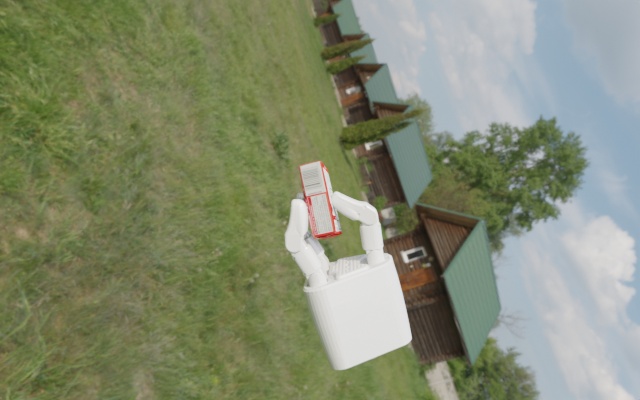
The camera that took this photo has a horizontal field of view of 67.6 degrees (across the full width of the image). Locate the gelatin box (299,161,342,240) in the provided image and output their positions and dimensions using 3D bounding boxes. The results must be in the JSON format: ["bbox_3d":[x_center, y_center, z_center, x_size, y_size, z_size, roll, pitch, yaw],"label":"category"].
[{"bbox_3d":[0.000,0.001,0.581,0.030,0.089,0.073,-12,-5,6],"label":"gelatin box"}]
